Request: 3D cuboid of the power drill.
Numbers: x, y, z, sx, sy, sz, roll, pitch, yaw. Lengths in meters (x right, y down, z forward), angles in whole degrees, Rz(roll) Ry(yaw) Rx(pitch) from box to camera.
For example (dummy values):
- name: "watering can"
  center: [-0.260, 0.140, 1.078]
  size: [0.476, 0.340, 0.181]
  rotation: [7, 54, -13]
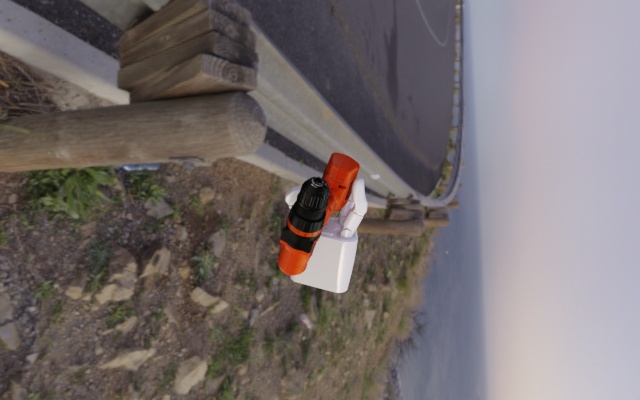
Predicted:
- name: "power drill"
  center: [0.000, 0.002, 0.736]
  size: [0.057, 0.185, 0.187]
  rotation: [28, 41, 8]
